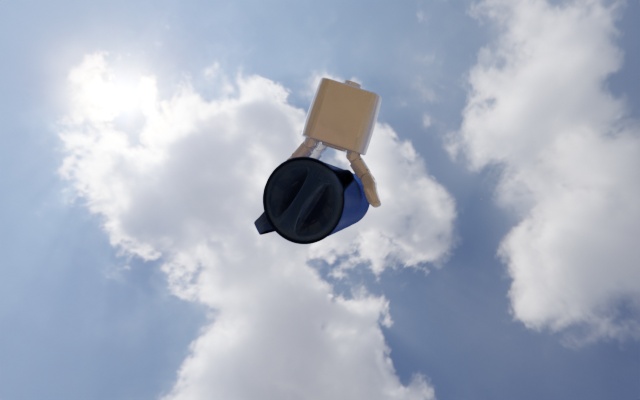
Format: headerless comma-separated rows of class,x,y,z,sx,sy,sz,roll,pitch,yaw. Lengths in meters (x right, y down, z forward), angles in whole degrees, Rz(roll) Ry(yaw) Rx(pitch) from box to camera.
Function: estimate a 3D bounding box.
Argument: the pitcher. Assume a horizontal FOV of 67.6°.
pitcher,0.000,0.003,0.831,0.149,0.145,0.243,17,6,18
